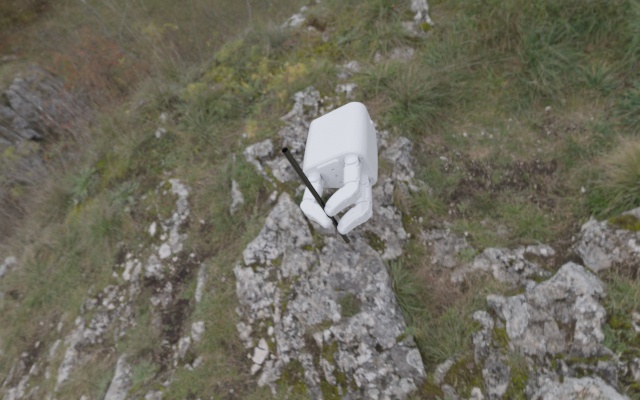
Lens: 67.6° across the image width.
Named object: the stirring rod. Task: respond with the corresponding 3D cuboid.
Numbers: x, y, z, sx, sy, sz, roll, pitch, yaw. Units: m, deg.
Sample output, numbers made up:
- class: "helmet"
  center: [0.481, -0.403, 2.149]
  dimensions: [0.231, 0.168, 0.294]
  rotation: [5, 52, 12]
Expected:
- class: "stirring rod"
  center: [0.000, 0.002, 0.671]
  dimensions: [0.011, 0.011, 0.240]
  rotation: [0, -32, 25]
